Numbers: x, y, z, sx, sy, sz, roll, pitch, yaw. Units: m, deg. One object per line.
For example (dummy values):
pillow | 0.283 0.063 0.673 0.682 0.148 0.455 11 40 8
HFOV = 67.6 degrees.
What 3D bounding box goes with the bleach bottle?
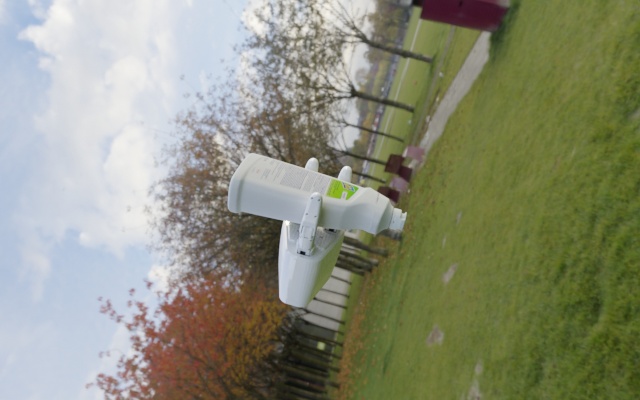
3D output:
bleach bottle | 0.000 0.002 0.701 0.251 0.068 0.102 15 35 4
